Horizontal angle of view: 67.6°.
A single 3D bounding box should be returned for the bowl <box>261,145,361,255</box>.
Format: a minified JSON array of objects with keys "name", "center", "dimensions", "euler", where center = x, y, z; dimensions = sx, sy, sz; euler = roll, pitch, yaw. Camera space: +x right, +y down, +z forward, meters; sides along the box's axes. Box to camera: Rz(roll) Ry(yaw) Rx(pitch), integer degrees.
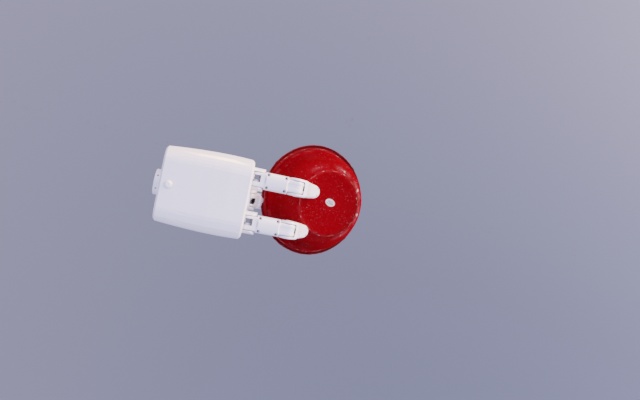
[{"name":"bowl","center":[0.002,0.002,0.678],"dimensions":[0.162,0.162,0.055],"euler":[0,5,-26]}]
